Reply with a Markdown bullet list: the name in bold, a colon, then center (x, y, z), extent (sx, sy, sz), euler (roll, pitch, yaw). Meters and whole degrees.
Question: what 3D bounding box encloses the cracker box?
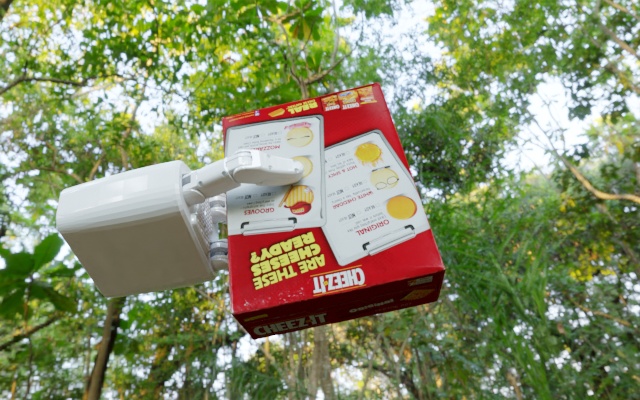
- **cracker box**: center (0.000, 0.001, 0.437), extent (0.164, 0.213, 0.072), euler (-12, -35, 1)
